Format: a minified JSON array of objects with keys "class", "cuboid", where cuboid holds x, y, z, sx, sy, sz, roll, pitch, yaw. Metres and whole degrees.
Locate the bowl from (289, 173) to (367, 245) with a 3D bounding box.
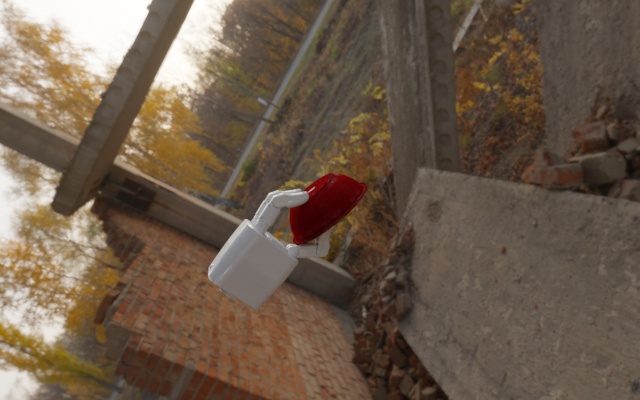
[{"class":"bowl","cuboid":[0.001,0.001,0.817,0.162,0.055,0.162,-37,12,9]}]
